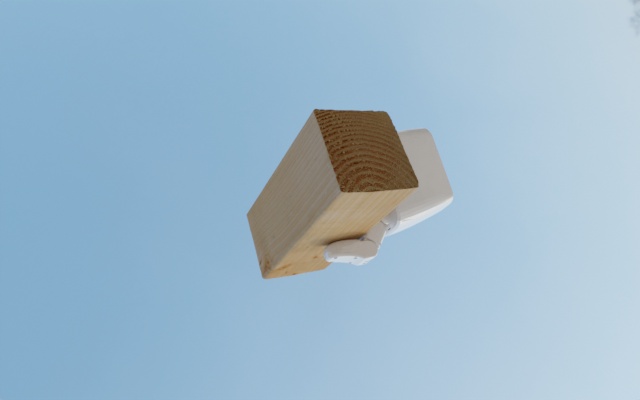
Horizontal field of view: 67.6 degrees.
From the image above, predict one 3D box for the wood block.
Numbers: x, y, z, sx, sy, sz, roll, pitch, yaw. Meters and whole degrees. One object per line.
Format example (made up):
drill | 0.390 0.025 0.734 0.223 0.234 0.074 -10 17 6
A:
wood block | 0.000 0.002 0.516 0.090 0.090 0.206 -5 -27 -30
